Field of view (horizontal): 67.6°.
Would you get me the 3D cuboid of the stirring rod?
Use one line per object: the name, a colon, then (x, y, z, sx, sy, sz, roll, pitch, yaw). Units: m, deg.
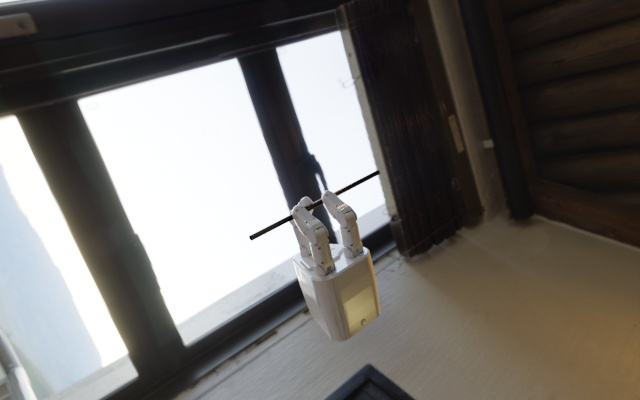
stirring rod: (0.000, 0.002, 0.674, 0.239, 0.011, 0.011, -27, 16, -33)
